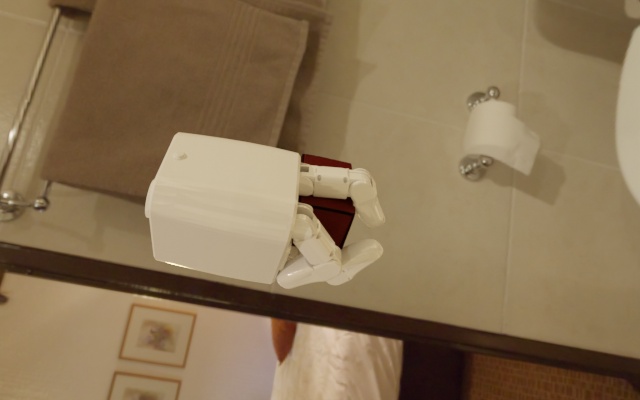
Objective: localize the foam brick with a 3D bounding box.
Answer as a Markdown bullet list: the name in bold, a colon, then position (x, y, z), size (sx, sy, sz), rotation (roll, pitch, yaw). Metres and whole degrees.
- **foam brick**: position (0.000, 0.001, 0.449), size (0.051, 0.053, 0.078), rotation (11, 38, -8)
